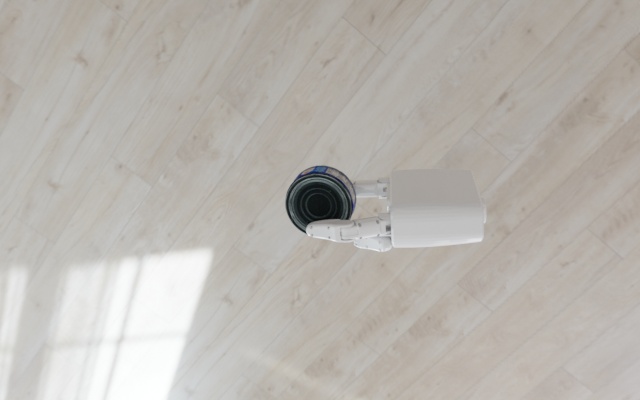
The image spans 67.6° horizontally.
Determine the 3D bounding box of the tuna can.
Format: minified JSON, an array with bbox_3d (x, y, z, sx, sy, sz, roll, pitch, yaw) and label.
[{"bbox_3d":[0.000,0.002,0.591,0.086,0.086,0.033,0,19,11],"label":"tuna can"}]
